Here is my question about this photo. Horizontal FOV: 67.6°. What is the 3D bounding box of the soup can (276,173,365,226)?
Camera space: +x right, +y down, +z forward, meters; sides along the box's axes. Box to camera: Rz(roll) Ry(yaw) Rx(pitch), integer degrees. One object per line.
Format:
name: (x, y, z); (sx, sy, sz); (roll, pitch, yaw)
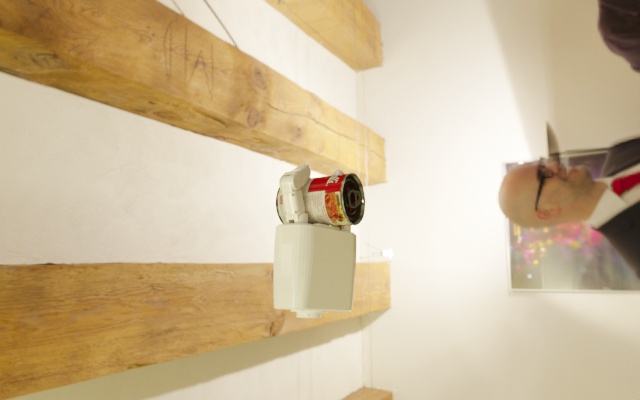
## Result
soup can: (0.000, 0.002, 0.639); (0.102, 0.068, 0.068); (-5, -3, 29)
